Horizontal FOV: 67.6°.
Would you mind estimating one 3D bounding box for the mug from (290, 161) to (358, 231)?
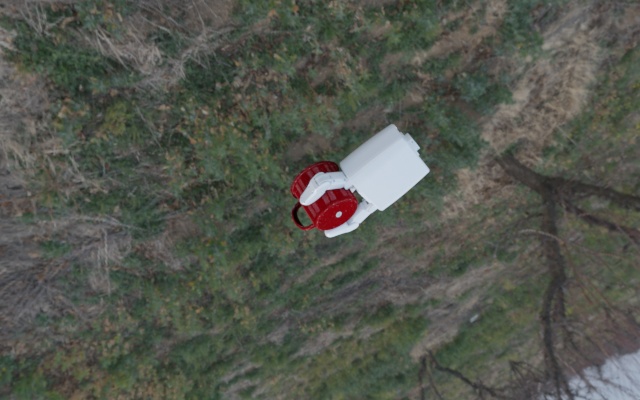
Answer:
[{"bbox_3d":[-0.001,0.004,0.793,0.117,0.081,0.093,-40,-31,13],"label":"mug"}]
